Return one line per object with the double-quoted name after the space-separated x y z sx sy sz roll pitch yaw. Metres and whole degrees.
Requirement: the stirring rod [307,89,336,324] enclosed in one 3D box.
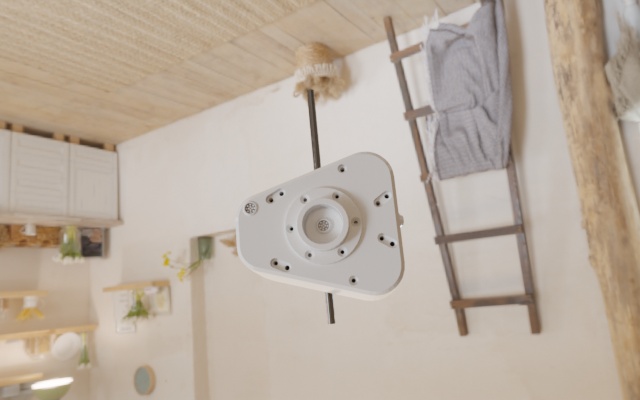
0.000 0.001 0.484 0.011 0.239 0.011 -5 -11 -1 "stirring rod"
